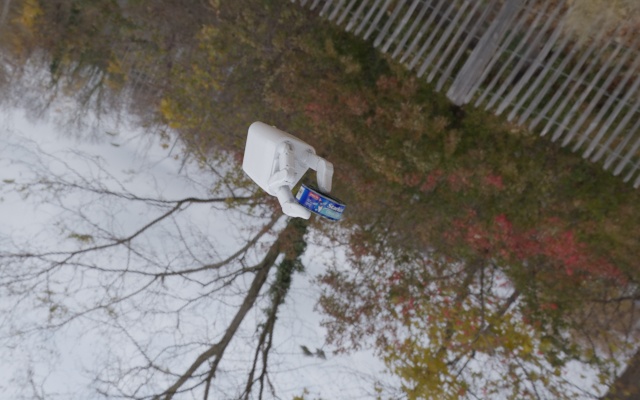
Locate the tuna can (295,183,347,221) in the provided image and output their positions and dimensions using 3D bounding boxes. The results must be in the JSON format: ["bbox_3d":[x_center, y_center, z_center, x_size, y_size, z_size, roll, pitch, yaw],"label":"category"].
[{"bbox_3d":[0.000,0.003,0.830,0.086,0.034,0.086,26,6,-3],"label":"tuna can"}]
